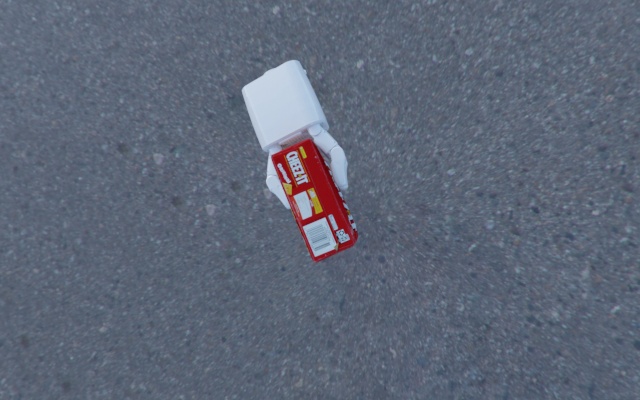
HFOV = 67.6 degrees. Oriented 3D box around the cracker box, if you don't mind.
[{"bbox_3d":[0.000,0.003,0.757,0.072,0.164,0.214,-23,-4,5],"label":"cracker box"}]
